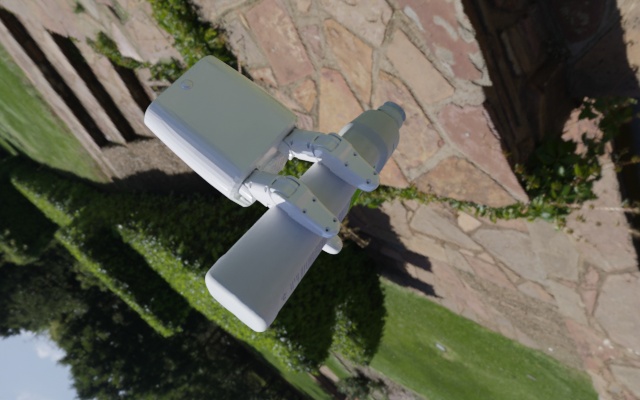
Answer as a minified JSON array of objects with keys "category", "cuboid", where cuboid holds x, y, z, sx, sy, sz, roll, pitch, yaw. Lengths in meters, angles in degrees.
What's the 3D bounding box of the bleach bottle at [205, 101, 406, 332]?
[{"category":"bleach bottle","cuboid":[0.000,0.002,0.452,0.068,0.250,0.103,38,-22,5]}]
